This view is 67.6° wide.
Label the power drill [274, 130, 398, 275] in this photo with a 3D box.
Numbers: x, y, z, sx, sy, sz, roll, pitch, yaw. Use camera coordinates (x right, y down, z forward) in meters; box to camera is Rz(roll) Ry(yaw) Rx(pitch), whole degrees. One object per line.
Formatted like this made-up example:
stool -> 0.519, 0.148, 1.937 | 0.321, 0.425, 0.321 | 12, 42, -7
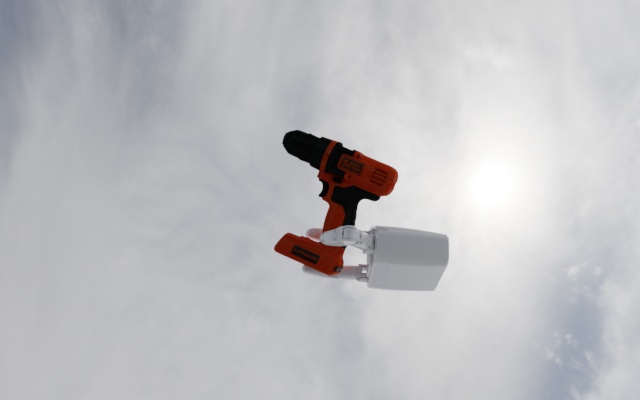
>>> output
power drill -> 0.000, 0.003, 0.714 | 0.184, 0.187, 0.057 | 24, 4, 13
